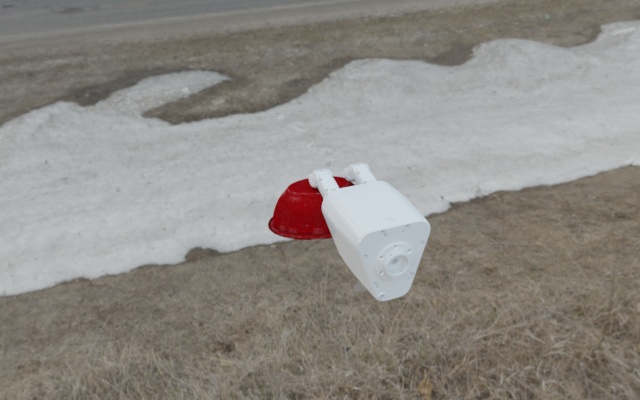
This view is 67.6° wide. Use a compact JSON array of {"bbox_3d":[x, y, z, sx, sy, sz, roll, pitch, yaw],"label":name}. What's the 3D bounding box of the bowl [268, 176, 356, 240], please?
[{"bbox_3d":[-0.001,0.002,0.699,0.162,0.055,0.162,-6,17,2],"label":"bowl"}]
